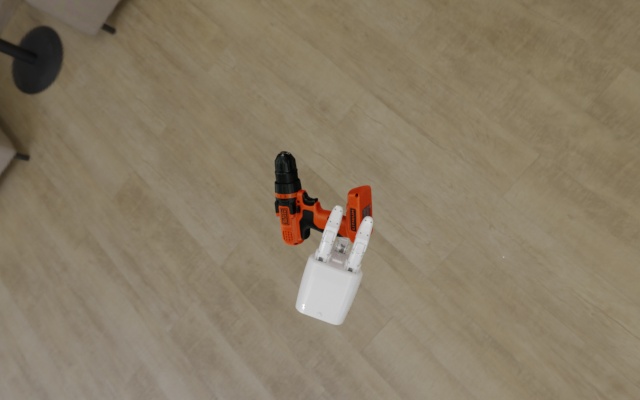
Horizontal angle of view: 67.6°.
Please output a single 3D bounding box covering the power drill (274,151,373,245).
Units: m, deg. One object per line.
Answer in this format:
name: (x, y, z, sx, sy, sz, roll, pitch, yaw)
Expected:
power drill: (0.001, 0.003, 0.874, 0.187, 0.184, 0.057, 7, 24, 30)
